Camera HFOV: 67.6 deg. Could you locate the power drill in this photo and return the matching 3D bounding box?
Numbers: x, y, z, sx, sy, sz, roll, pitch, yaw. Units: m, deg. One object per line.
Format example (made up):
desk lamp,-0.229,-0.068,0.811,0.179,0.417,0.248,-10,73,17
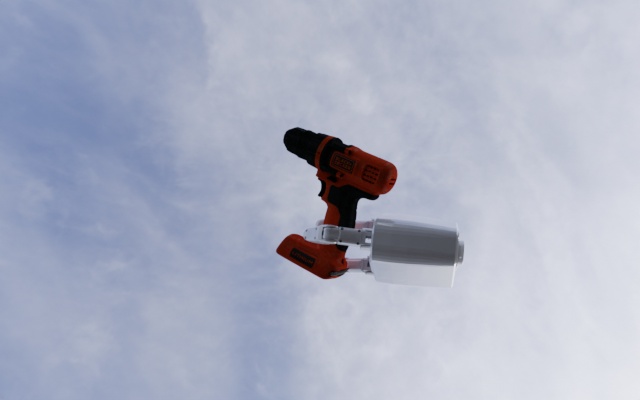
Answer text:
power drill,0.000,0.003,0.679,0.184,0.188,0.057,26,16,30
